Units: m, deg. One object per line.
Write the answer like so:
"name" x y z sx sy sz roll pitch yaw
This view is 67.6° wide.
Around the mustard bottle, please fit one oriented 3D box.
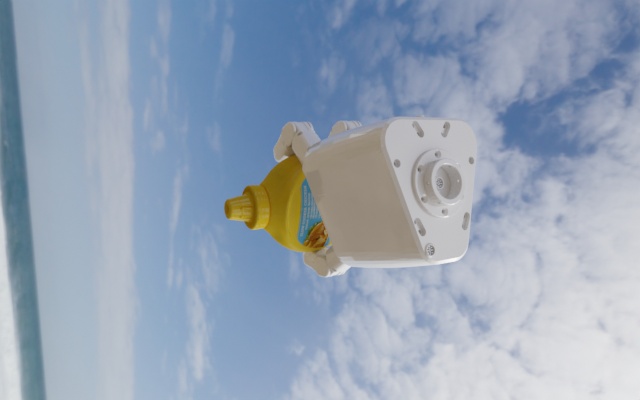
"mustard bottle" 0.000 0.001 0.471 0.191 0.096 0.058 -5 21 -30
